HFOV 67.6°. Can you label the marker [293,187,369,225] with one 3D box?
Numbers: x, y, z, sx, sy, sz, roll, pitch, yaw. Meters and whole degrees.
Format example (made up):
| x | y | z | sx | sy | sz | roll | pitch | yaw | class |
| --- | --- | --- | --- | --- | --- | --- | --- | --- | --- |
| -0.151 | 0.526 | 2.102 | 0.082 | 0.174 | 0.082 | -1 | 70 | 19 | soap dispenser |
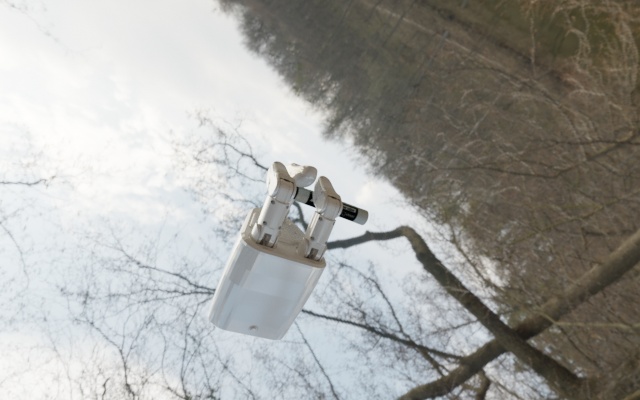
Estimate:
| x | y | z | sx | sy | sz | roll | pitch | yaw | class |
| --- | --- | --- | --- | --- | --- | --- | --- | --- | --- |
| 0.000 | 0.002 | 0.539 | 0.121 | 0.020 | 0.020 | 20 | -8 | -24 | marker |
